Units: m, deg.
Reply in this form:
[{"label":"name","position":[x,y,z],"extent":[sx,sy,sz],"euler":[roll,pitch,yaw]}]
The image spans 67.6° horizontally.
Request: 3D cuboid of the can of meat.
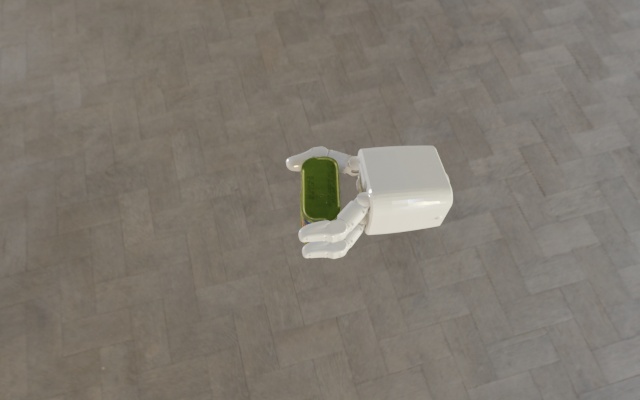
[{"label":"can of meat","position":[0.000,0.002,0.650],"extent":[0.057,0.102,0.084],"euler":[-2,-26,-2]}]
